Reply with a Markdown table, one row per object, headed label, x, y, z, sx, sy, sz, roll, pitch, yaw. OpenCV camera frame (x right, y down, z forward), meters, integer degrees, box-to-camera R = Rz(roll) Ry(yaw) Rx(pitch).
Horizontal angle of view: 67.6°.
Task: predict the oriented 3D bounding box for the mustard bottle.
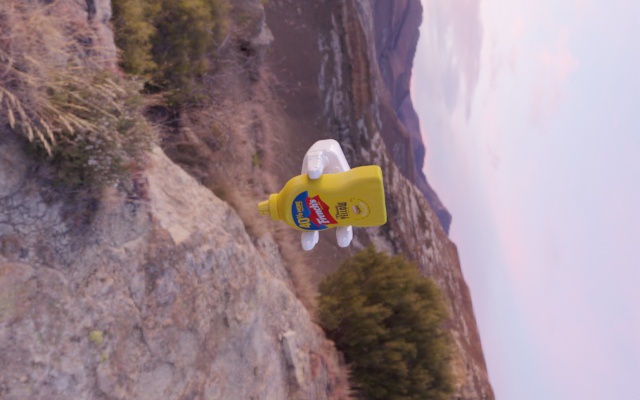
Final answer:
| label | x | y | z | sx | sy | sz | roll | pitch | yaw |
| --- | --- | --- | --- | --- | --- | --- | --- | --- | --- |
| mustard bottle | 0.000 | 0.003 | 0.720 | 0.191 | 0.096 | 0.058 | -6 | 42 | 7 |
